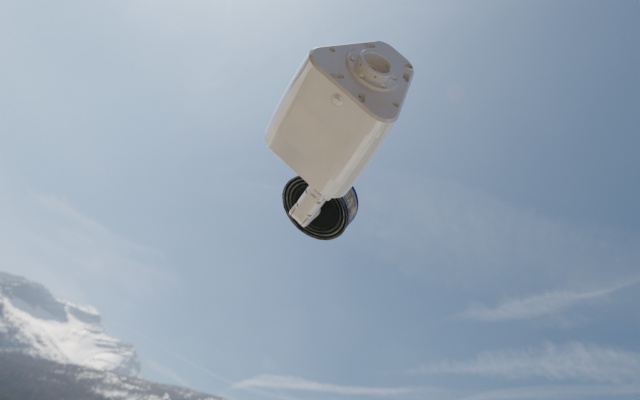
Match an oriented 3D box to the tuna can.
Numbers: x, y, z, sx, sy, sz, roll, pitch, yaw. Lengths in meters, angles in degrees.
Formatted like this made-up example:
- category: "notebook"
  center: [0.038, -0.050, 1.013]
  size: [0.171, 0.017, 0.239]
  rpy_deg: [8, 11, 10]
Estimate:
- category: "tuna can"
  center: [0.000, 0.002, 0.555]
  size: [0.086, 0.086, 0.033]
  rpy_deg: [0, 30, 34]
